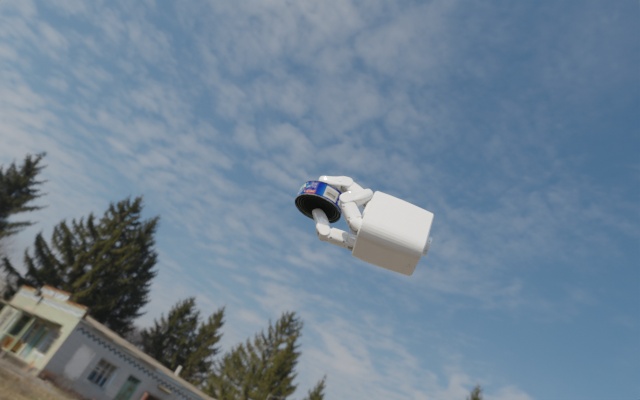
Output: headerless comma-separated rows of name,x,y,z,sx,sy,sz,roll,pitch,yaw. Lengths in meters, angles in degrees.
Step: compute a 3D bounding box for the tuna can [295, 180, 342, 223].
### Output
tuna can,0.000,0.002,0.845,0.086,0.033,0.086,17,-31,10
